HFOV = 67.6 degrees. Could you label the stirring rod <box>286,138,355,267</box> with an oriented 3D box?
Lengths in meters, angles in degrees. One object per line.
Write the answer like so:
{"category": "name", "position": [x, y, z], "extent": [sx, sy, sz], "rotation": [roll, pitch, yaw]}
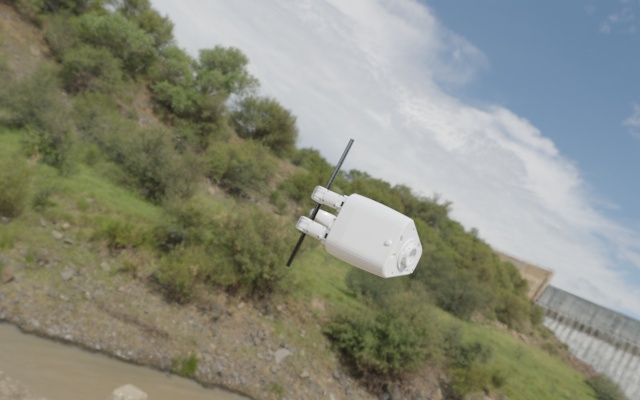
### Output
{"category": "stirring rod", "position": [0.000, 0.003, 0.803], "extent": [0.011, 0.239, 0.011], "rotation": [27, -5, 3]}
